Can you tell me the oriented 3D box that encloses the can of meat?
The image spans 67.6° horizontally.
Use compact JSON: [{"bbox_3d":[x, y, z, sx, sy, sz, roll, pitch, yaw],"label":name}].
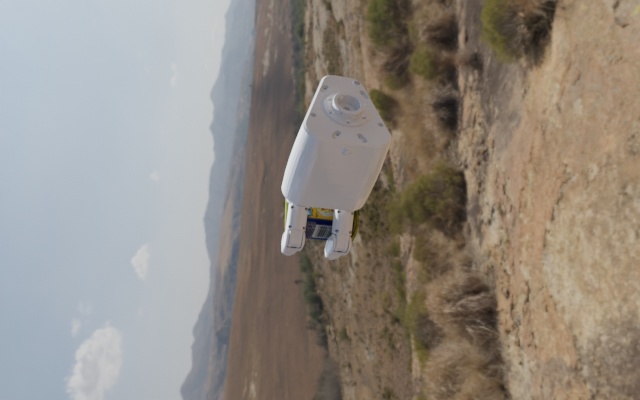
[{"bbox_3d":[0.000,0.002,0.609,0.084,0.102,0.057,6,-35,-12],"label":"can of meat"}]
